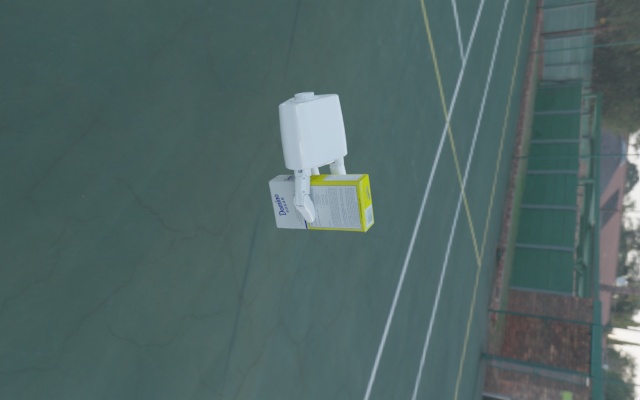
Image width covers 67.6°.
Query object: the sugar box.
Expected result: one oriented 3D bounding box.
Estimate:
[{"bbox_3d":[0.000,0.002,0.835,0.176,0.093,0.048,3,22,29],"label":"sugar box"}]
